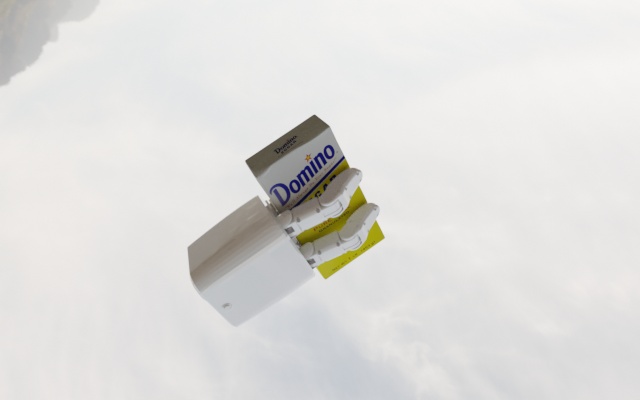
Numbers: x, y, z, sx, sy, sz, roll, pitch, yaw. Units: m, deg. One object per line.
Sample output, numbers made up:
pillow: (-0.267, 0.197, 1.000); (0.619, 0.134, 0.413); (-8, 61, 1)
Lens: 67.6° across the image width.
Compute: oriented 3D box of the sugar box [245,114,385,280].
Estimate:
sugar box: (0.000, 0.002, 0.538); (0.093, 0.176, 0.048); (-35, 40, -5)
